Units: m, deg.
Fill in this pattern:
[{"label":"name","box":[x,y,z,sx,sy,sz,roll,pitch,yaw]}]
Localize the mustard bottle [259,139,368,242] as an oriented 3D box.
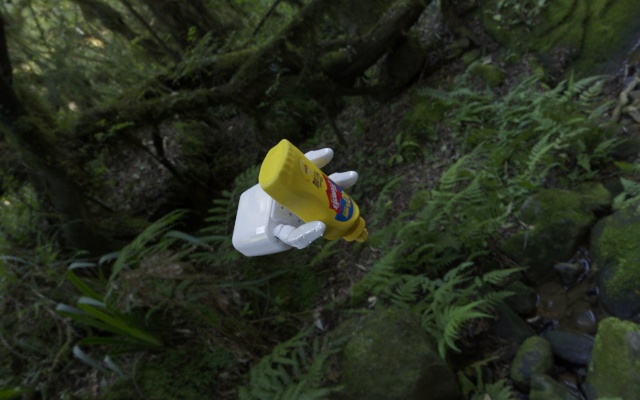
[{"label":"mustard bottle","box":[0.000,0.002,0.688,0.058,0.096,0.192,-36,-61,26]}]
